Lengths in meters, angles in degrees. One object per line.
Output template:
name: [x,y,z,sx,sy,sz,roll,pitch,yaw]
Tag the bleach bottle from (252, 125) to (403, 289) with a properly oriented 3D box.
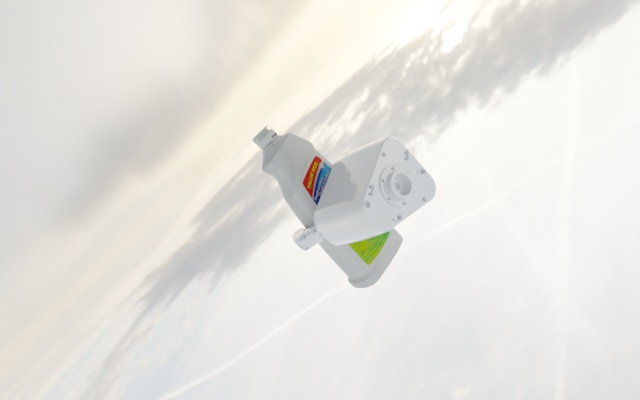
bleach bottle: [0.000,0.002,0.659,0.251,0.102,0.068,45,-28,-13]
